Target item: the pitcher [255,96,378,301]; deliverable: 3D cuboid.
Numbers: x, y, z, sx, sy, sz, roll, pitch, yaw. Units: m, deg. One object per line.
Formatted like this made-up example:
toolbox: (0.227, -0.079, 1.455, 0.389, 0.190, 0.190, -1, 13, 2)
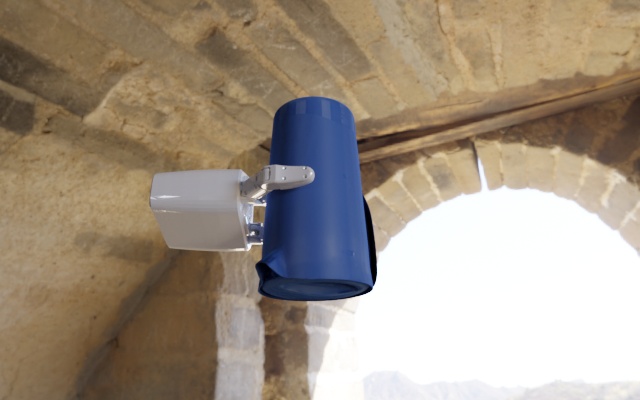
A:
pitcher: (0.000, 0.002, 0.599, 0.145, 0.242, 0.149, -1, -22, 2)
